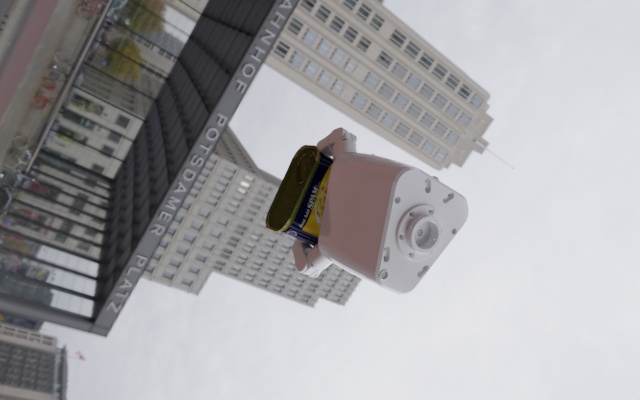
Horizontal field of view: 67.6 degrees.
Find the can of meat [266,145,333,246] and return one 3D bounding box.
[{"bbox_3d":[0.000,0.002,0.536,0.084,0.102,0.057,27,-6,-28],"label":"can of meat"}]
